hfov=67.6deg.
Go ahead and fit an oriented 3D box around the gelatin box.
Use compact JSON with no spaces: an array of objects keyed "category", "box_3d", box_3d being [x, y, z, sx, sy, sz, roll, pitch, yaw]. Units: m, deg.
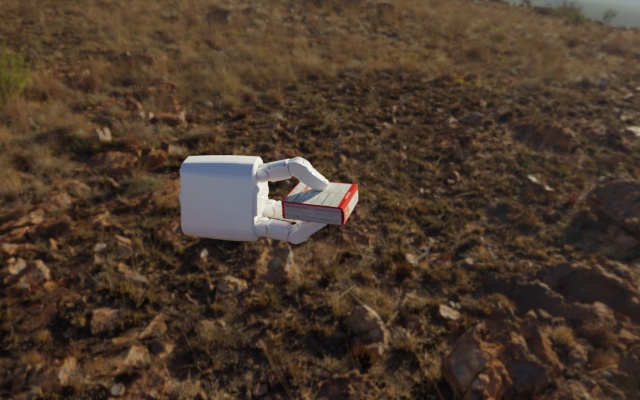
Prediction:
[{"category":"gelatin box","box_3d":[0.000,0.002,0.657,0.089,0.030,0.073,5,28,19]}]
